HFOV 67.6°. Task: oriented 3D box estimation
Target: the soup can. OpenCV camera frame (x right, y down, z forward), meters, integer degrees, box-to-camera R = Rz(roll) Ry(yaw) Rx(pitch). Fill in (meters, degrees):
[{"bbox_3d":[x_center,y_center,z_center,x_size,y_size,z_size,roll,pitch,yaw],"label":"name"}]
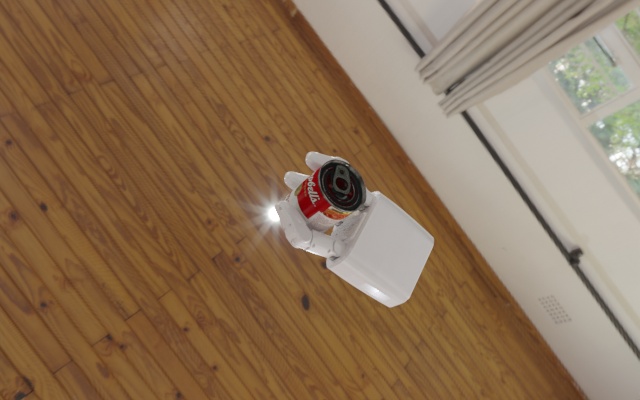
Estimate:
[{"bbox_3d":[0.000,0.002,0.594,0.068,0.068,0.102,0,-23,-36],"label":"soup can"}]
